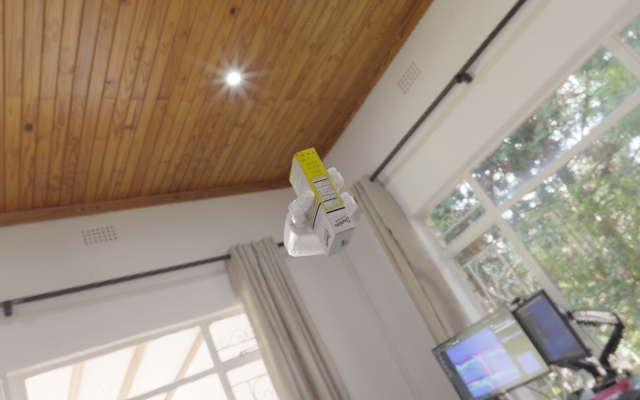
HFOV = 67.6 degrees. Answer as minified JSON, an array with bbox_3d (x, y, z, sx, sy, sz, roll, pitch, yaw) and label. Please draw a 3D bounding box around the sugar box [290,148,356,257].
[{"bbox_3d":[0.001,0.003,0.856,0.048,0.176,0.093,-20,-25,-20],"label":"sugar box"}]
